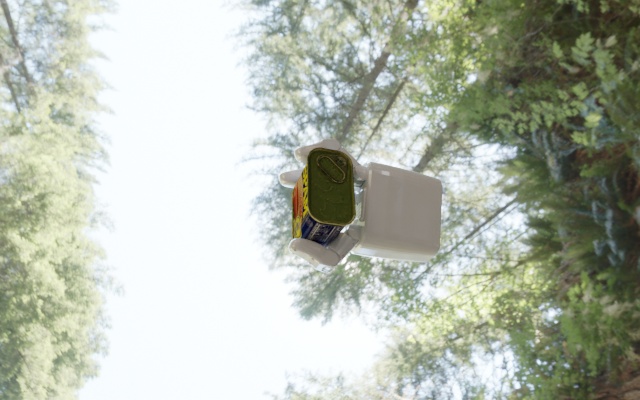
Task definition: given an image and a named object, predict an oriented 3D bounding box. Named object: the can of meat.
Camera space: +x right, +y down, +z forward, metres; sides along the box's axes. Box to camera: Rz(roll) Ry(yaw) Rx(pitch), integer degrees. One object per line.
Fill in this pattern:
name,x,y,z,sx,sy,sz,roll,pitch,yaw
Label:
can of meat,0.000,0.002,0.581,0.057,0.102,0.084,8,-32,-16
